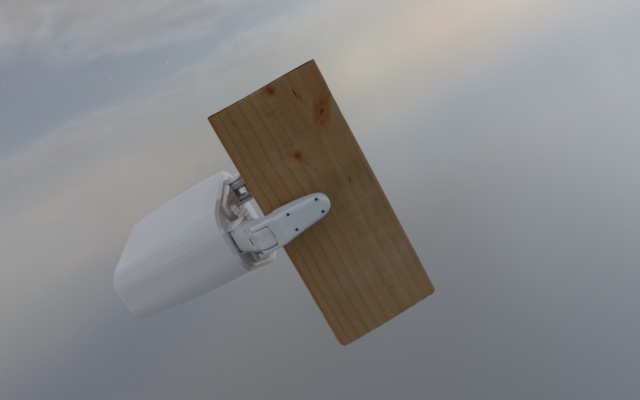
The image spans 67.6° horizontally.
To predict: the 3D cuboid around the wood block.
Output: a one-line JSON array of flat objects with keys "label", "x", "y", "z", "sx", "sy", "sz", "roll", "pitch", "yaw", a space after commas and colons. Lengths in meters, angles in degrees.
[{"label": "wood block", "x": 0.000, "y": 0.001, "z": 0.403, "sx": 0.090, "sy": 0.206, "sz": 0.091, "roll": -30, "pitch": 12, "yaw": -3}]
